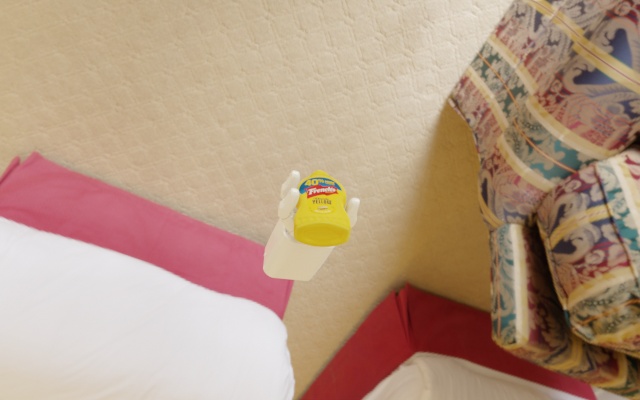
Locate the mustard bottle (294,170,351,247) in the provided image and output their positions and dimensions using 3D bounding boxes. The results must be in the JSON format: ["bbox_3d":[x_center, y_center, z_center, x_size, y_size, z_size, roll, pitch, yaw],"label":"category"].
[{"bbox_3d":[0.000,0.003,0.869,0.096,0.058,0.191,1,35,-3],"label":"mustard bottle"}]
